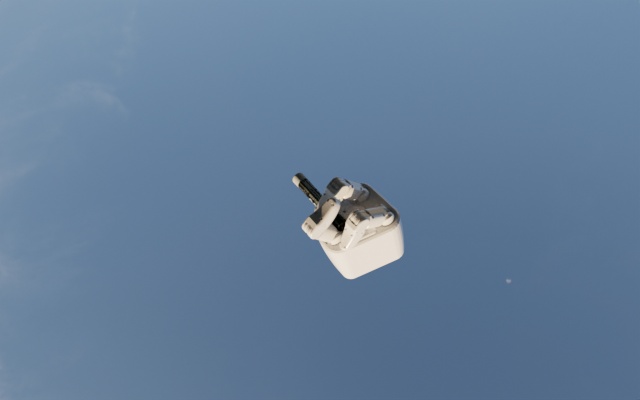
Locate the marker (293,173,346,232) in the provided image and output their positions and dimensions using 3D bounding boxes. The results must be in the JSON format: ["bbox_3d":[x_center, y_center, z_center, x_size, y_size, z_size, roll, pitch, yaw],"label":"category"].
[{"bbox_3d":[0.000,0.002,0.684,0.020,0.020,0.121,0,38,-46],"label":"marker"}]
